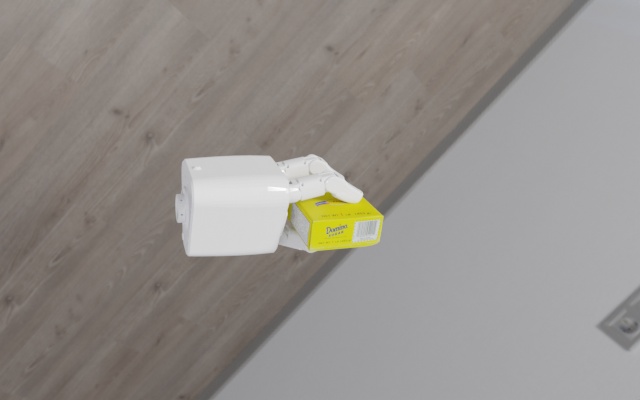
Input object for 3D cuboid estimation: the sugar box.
[{"bbox_3d":[0.000,0.002,0.622,0.093,0.048,0.176,-3,27,-22],"label":"sugar box"}]
